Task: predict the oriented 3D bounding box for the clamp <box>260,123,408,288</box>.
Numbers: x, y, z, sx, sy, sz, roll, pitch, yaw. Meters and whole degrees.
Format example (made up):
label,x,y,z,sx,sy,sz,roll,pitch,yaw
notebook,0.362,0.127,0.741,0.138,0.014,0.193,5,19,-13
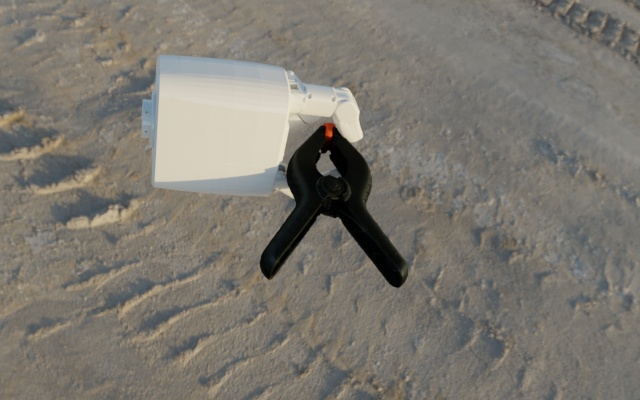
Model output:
label,x,y,z,sx,sy,sz,roll,pitch,yaw
clamp,0.000,0.001,0.419,0.120,0.171,0.039,2,-39,-21
